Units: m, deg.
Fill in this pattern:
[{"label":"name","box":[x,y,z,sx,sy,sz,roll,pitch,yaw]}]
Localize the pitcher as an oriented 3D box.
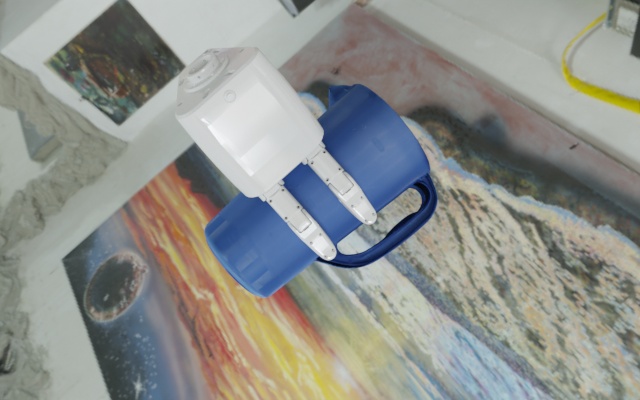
[{"label":"pitcher","box":[0.000,0.002,0.538,0.145,0.243,0.149,50,-2,-38]}]
